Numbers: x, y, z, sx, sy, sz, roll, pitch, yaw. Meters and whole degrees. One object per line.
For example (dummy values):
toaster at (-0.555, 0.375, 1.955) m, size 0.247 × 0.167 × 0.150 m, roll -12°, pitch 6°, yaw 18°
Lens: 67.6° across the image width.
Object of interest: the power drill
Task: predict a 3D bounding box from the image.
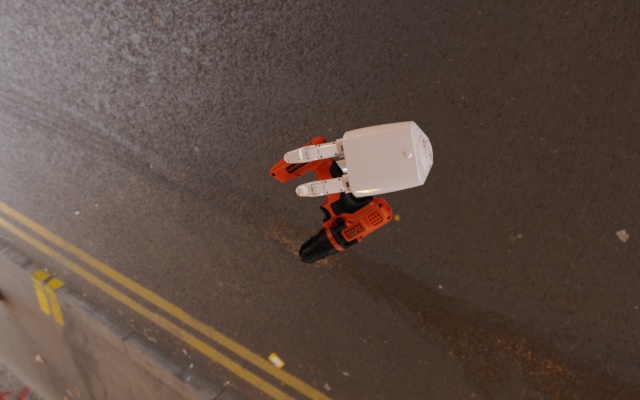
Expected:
power drill at (0.000, 0.002, 0.806) m, size 0.184 × 0.188 × 0.057 m, roll -32°, pitch 15°, yaw 18°
